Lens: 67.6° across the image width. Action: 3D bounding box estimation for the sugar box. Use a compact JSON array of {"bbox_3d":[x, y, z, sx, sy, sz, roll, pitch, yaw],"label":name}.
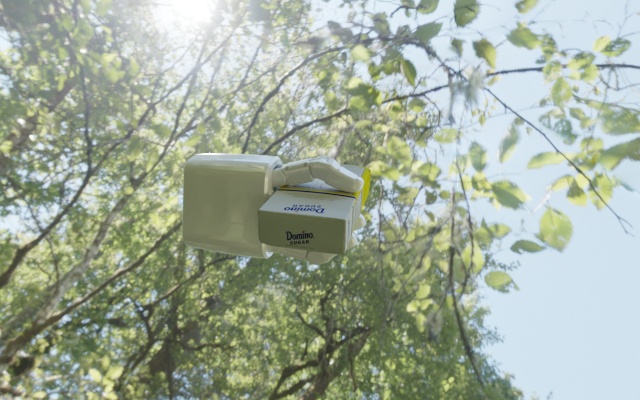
[{"bbox_3d":[0.000,0.002,0.553,0.093,0.048,0.176,6,24,12],"label":"sugar box"}]
